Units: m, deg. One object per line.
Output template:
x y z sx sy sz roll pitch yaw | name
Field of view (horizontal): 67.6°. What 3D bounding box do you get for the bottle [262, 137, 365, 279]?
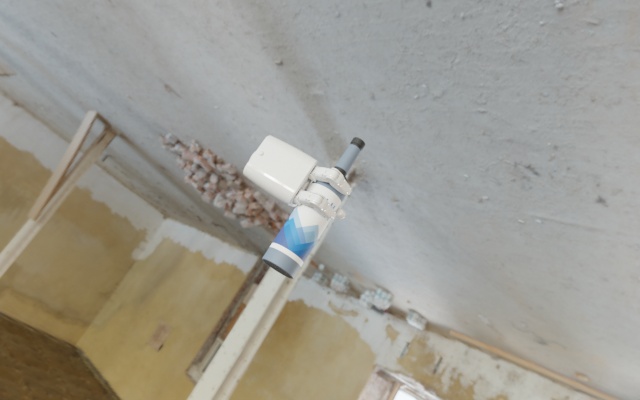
0.000 0.003 0.888 0.069 0.295 0.069 29 -18 10 | bottle
